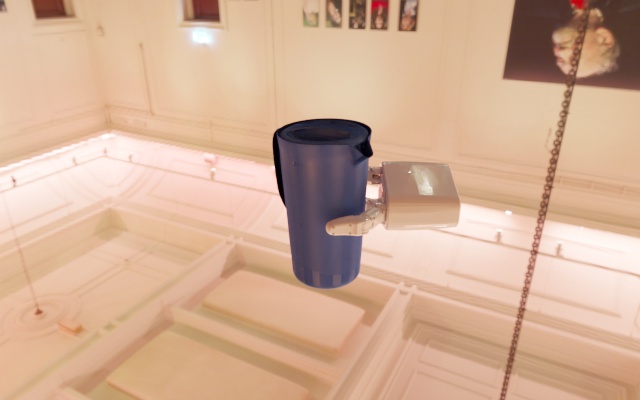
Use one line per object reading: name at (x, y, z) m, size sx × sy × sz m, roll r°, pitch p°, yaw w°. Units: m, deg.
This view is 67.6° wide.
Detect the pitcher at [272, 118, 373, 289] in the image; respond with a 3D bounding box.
pitcher at (0.000, 0.002, 0.720) m, size 0.145 × 0.243 × 0.149 m, roll -1°, pitch 25°, yaw -1°
